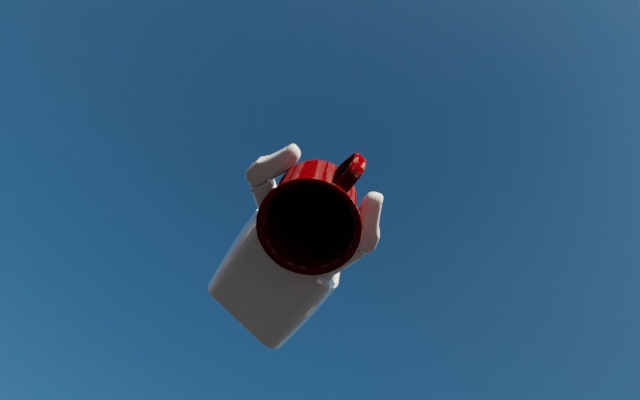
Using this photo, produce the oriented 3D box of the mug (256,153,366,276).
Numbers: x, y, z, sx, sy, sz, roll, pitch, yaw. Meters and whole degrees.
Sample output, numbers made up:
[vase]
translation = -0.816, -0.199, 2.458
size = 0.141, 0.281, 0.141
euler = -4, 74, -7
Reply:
[mug]
translation = 0.001, 0.000, 0.447
size = 0.093, 0.117, 0.081
euler = 36, 20, -9
